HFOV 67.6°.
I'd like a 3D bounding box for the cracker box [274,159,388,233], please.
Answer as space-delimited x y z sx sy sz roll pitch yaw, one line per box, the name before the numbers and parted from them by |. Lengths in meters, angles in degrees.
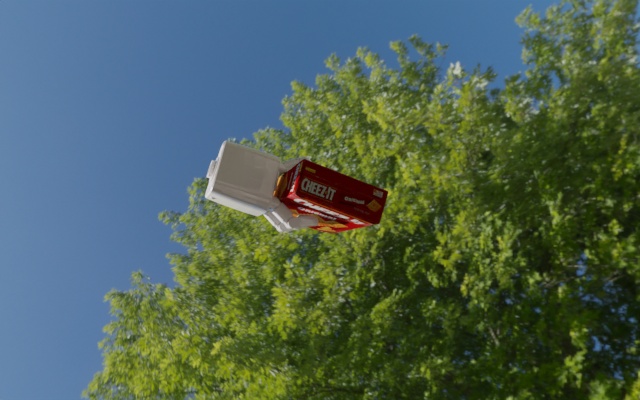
cracker box | 0.000 0.003 0.894 0.164 0.072 0.214 19 -14 -17
